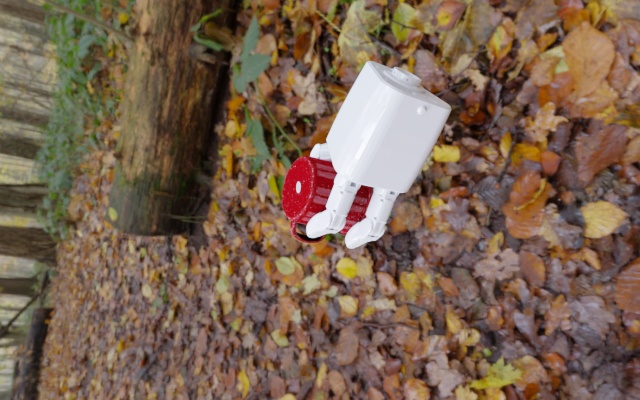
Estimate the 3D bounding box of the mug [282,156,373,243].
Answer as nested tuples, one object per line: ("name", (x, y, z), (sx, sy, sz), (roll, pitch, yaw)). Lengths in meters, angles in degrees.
("mug", (-0.001, 0.003, 0.597), (0.081, 0.117, 0.093), (12, 26, -30))
